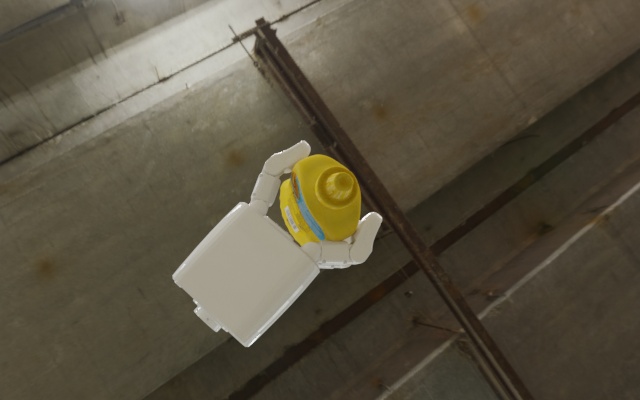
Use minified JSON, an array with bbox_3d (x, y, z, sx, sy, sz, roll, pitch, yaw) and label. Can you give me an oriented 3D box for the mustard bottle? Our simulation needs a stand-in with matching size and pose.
[{"bbox_3d":[0.000,0.002,0.523,0.058,0.096,0.192,-22,-6,-15],"label":"mustard bottle"}]
